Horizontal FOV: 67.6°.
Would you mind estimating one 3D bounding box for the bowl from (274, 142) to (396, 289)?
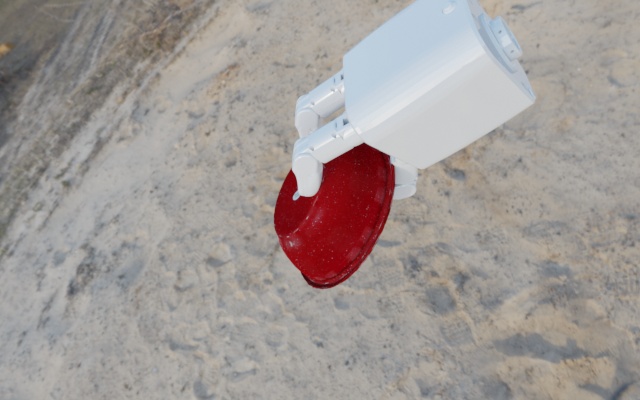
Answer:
[{"bbox_3d":[-0.001,0.002,0.470,0.055,0.162,0.162,23,-11,-26],"label":"bowl"}]
